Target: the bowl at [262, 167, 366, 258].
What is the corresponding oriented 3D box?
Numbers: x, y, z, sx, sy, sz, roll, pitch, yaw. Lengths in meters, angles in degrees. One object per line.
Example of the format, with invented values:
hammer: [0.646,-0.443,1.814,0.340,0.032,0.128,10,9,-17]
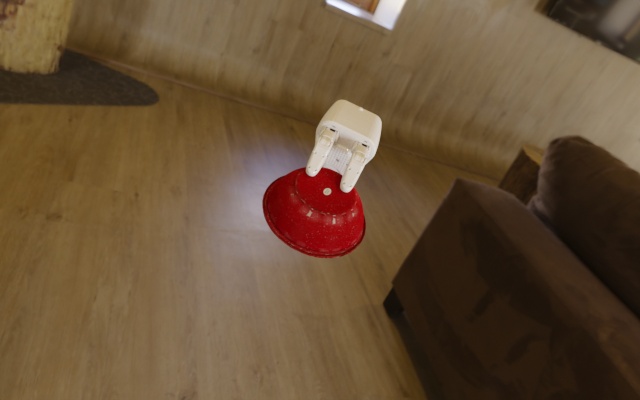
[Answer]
bowl: [0.000,0.003,0.691,0.162,0.162,0.055,0,-39,-24]
